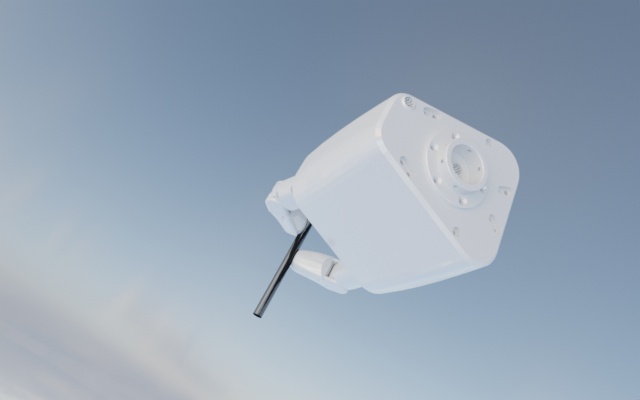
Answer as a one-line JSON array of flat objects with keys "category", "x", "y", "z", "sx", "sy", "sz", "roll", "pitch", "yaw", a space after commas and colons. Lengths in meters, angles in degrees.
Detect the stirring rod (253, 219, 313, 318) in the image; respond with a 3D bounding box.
[{"category": "stirring rod", "x": 0.000, "y": 0.001, "z": 0.444, "sx": 0.011, "sy": 0.239, "sz": 0.011, "roll": 22, "pitch": -30, "yaw": 13}]
